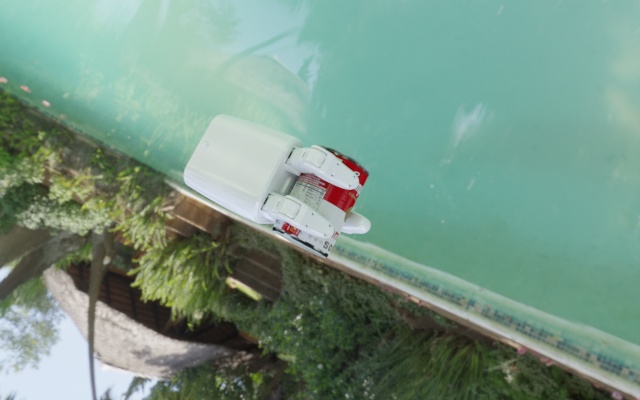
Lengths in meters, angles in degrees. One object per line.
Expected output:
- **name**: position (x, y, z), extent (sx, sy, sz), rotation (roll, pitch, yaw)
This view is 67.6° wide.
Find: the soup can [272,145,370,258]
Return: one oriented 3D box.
- **soup can**: position (0.000, 0.002, 0.510), extent (0.068, 0.102, 0.068), rotation (26, -9, 4)
